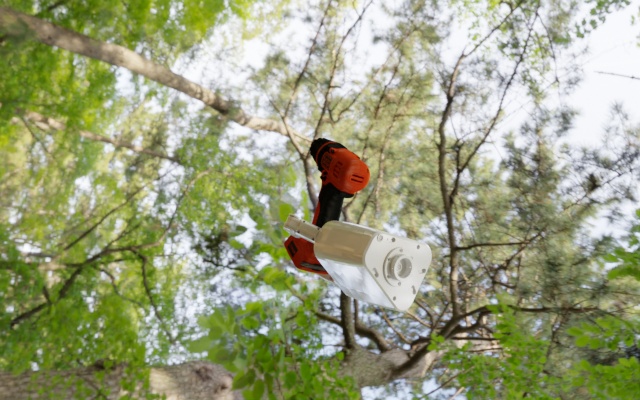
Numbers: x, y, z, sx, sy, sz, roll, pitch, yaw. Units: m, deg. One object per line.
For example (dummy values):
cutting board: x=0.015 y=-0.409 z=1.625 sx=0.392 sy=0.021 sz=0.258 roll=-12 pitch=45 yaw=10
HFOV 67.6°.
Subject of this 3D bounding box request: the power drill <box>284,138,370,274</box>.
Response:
power drill: x=0.000 y=0.003 z=0.730 sx=0.057 sy=0.188 sz=0.184 roll=13 pitch=15 yaw=-20
